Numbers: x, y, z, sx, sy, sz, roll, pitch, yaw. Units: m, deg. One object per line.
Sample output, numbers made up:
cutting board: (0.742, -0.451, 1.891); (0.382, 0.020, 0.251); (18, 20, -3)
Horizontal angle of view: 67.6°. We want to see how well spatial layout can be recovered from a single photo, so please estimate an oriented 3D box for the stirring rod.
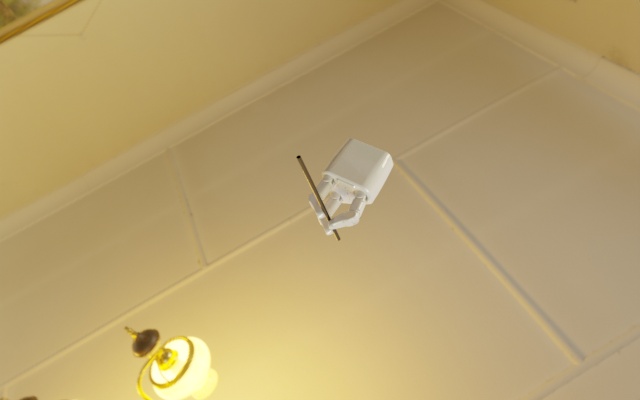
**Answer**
stirring rod: (0.000, 0.003, 0.888); (0.011, 0.011, 0.240); (0, -39, 23)
